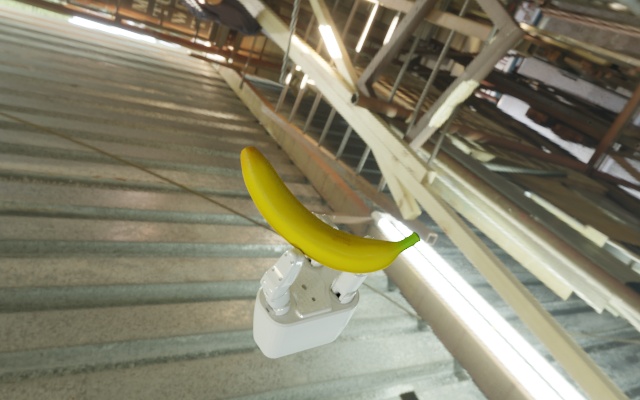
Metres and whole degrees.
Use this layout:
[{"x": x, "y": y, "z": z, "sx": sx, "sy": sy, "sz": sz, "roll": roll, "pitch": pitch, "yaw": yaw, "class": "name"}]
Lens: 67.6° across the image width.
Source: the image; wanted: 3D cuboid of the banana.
[{"x": -0.006, "y": 0.019, "z": 0.468, "sx": 0.198, "sy": 0.069, "sz": 0.037, "roll": 28, "pitch": -11, "yaw": 9, "class": "banana"}]
